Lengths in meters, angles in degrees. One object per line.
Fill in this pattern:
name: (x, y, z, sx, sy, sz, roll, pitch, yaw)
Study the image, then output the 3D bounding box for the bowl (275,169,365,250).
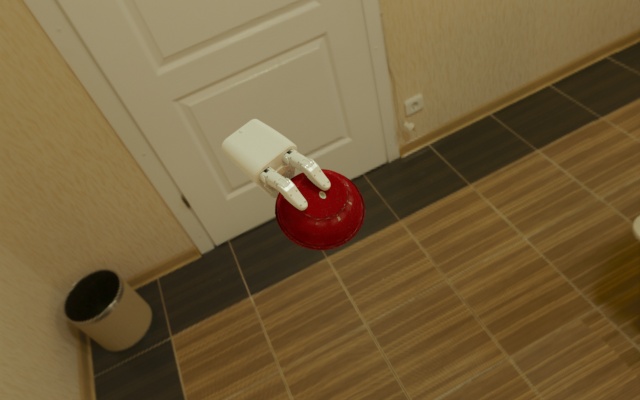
bowl: (0.001, 0.003, 0.831, 0.162, 0.162, 0.055, 0, -27, -2)
